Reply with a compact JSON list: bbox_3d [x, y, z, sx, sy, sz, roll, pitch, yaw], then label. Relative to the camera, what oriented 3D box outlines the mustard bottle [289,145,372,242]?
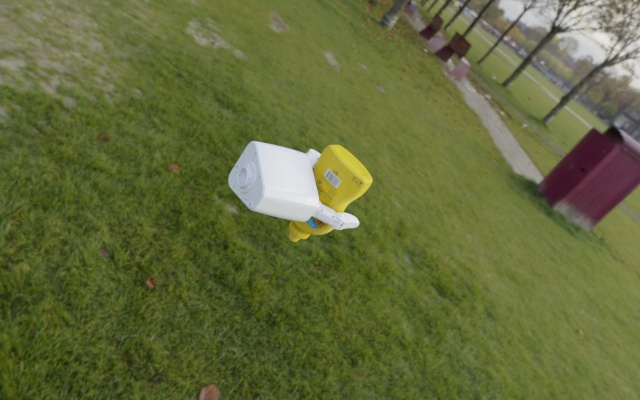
[{"bbox_3d":[0.000,0.003,0.833,0.096,0.192,0.058,47,28,17],"label":"mustard bottle"}]
